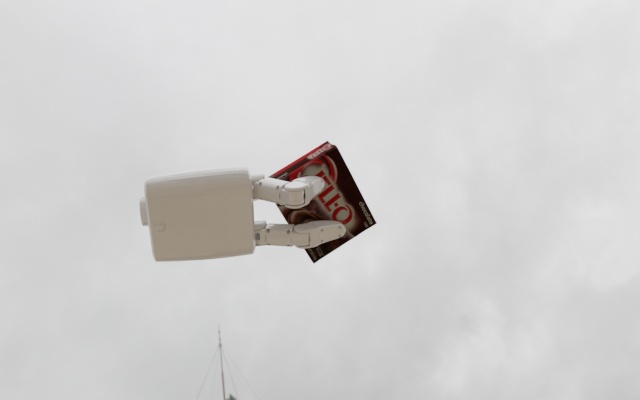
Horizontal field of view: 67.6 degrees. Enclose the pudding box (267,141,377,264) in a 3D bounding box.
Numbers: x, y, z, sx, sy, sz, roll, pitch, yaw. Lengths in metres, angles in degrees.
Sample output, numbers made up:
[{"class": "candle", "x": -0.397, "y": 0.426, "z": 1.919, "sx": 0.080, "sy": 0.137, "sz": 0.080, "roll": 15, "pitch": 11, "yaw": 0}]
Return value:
[{"class": "pudding box", "x": 0.000, "y": 0.002, "z": 0.550, "sx": 0.090, "sy": 0.113, "sz": 0.039, "roll": -32, "pitch": 26, "yaw": -4}]
